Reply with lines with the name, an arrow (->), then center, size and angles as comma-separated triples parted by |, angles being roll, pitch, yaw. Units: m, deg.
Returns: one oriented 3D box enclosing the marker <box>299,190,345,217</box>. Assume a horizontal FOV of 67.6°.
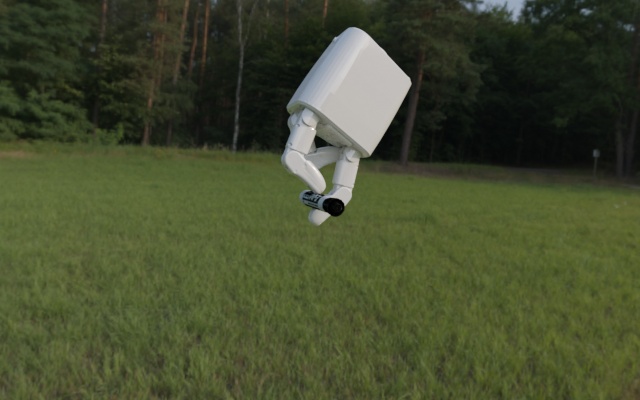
marker -> 0.000, 0.002, 0.525 | 0.020, 0.020, 0.121 | 0, 5, -16
